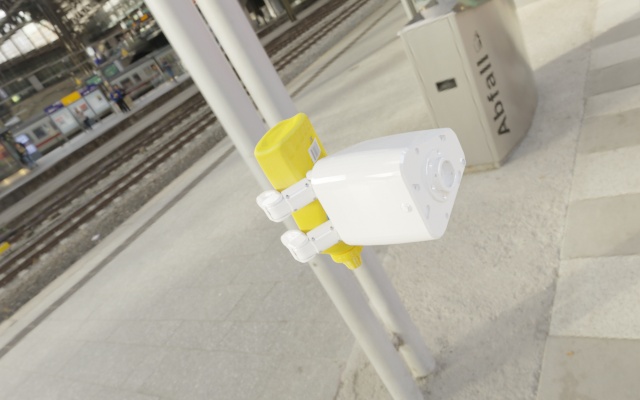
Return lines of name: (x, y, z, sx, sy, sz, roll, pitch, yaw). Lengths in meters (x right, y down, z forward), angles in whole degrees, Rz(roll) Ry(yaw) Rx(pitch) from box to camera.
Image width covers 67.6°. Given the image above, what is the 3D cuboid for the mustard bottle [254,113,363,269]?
mustard bottle: (0.000, 0.002, 0.547, 0.058, 0.192, 0.096, -20, 24, 23)
